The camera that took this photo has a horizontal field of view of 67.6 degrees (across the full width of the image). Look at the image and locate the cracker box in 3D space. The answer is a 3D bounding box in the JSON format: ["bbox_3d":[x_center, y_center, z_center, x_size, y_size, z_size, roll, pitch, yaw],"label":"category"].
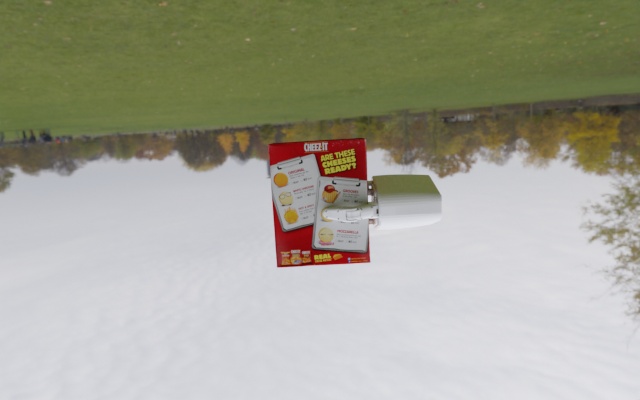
[{"bbox_3d":[0.000,0.003,0.829,0.164,0.214,0.072,-3,9,0],"label":"cracker box"}]
